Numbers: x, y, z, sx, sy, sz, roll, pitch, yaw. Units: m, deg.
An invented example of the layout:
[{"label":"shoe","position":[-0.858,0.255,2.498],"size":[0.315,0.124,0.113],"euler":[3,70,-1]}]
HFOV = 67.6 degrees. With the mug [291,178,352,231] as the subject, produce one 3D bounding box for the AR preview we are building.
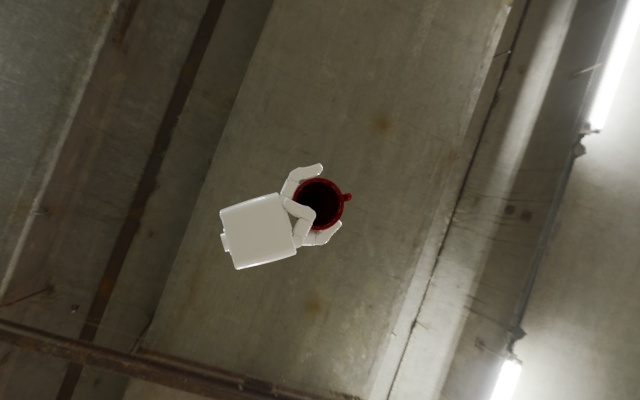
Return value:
[{"label":"mug","position":[0.001,0.002,0.878],"size":[0.117,0.093,0.081],"euler":[-15,4,-11]}]
